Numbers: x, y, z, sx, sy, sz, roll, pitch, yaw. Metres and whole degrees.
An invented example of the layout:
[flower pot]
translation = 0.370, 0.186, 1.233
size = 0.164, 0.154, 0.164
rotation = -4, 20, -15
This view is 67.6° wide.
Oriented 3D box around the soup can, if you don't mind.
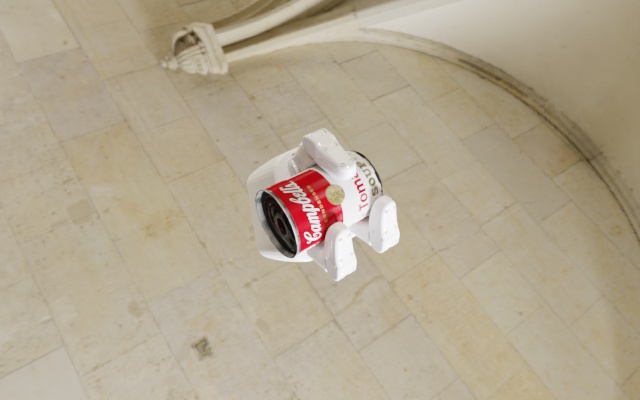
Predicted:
[soup can]
translation = 0.000, 0.001, 0.448
size = 0.102, 0.068, 0.068
rotation = -27, 13, -27
